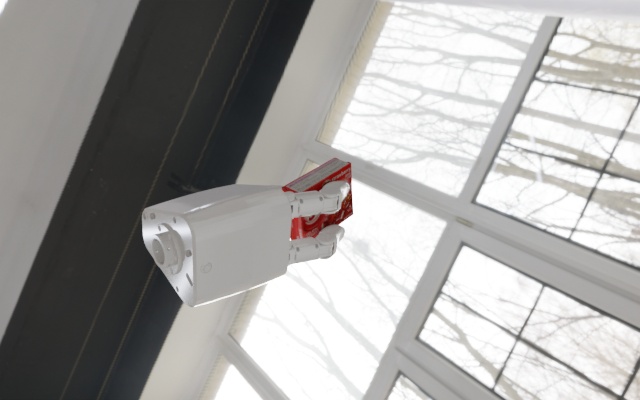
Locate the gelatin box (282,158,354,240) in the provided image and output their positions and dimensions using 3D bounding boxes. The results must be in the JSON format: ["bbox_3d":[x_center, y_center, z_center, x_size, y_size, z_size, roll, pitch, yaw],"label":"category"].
[{"bbox_3d":[0.000,0.002,0.552,0.030,0.073,0.089,23,42,37],"label":"gelatin box"}]
